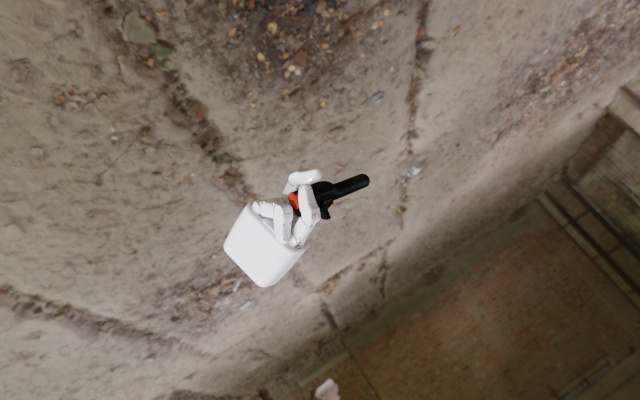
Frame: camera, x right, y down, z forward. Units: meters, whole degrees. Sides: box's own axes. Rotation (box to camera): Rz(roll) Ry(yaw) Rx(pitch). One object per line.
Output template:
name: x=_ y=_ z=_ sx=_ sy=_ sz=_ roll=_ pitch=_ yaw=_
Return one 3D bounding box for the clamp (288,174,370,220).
clamp: x=0.000 y=0.003 z=0.810 sx=0.171 sy=0.039 sz=0.120 roll=-8 pitch=-36 yaw=-47
